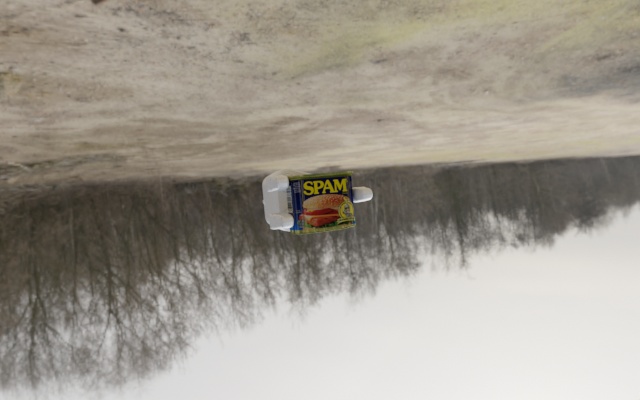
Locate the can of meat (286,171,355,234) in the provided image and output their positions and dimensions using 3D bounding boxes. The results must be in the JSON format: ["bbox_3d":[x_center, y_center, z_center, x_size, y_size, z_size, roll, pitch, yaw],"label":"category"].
[{"bbox_3d":[0.000,0.003,0.704,0.102,0.084,0.057,-6,2,-23],"label":"can of meat"}]
